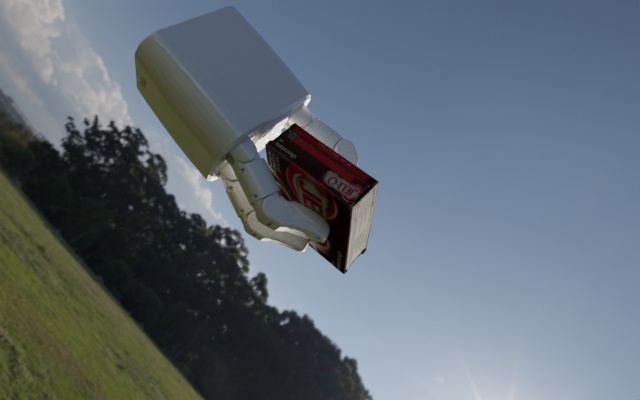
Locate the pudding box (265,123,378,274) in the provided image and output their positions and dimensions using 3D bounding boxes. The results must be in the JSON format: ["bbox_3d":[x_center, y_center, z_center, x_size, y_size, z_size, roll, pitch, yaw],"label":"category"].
[{"bbox_3d":[0.000,0.001,0.408,0.090,0.039,0.114,38,-24,23],"label":"pudding box"}]
